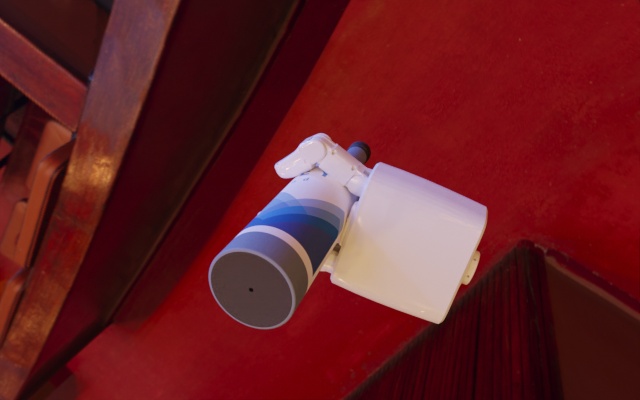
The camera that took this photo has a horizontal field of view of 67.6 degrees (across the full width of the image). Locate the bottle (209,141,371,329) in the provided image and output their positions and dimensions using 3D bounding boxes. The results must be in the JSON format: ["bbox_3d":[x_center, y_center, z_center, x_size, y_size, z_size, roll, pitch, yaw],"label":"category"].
[{"bbox_3d":[0.000,0.002,0.452,0.069,0.069,0.295,0,24,21],"label":"bottle"}]
